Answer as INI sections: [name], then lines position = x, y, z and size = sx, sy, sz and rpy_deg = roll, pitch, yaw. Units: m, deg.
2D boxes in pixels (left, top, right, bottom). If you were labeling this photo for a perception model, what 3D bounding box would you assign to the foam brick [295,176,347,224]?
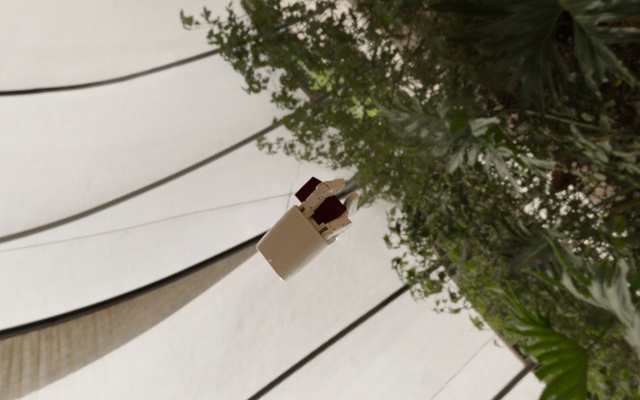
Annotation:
[foam brick]
position = 0.000, 0.003, 0.879
size = 0.078, 0.051, 0.053
rpy_deg = 49, 9, 23
